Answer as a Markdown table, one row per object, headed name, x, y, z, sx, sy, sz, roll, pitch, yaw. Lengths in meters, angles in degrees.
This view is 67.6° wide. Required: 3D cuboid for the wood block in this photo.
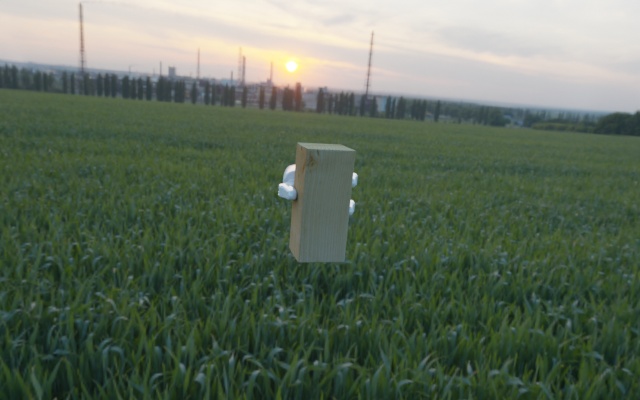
| name | x | y | z | sx | sy | sz | roll | pitch | yaw |
| --- | --- | --- | --- | --- | --- | --- | --- | --- | --- |
| wood block | 0.000 | 0.003 | 0.883 | 0.091 | 0.206 | 0.090 | 1 | 14 | -15 |
